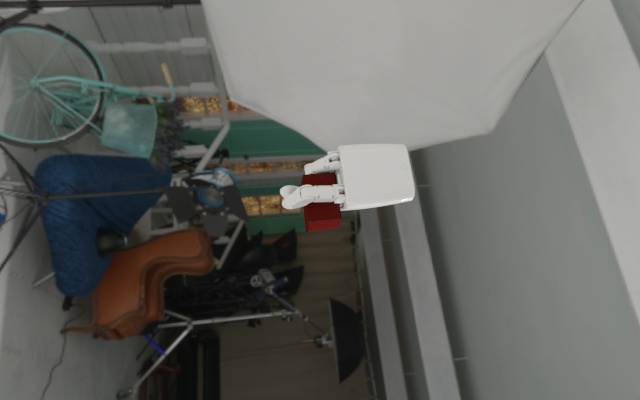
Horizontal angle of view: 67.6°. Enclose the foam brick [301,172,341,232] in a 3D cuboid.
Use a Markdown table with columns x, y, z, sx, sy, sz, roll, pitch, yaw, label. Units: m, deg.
| x | y | z | sx | sy | sz | roll | pitch | yaw | label |
| --- | --- | --- | --- | --- | --- | --- | --- | --- | --- |
| 0.000 | 0.003 | 0.734 | 0.051 | 0.078 | 0.053 | -4 | -20 | -8 | foam brick |
